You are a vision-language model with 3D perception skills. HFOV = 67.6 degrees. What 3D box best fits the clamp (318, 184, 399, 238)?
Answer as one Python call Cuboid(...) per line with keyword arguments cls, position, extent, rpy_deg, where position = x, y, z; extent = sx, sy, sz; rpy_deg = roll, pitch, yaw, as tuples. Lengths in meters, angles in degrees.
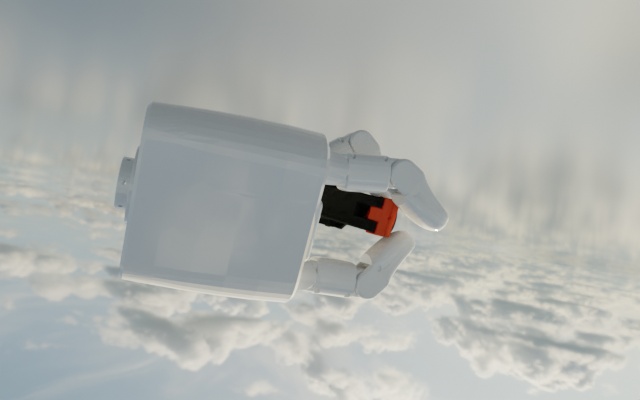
Cuboid(cls="clamp", position=(0.000, 0.002, 0.401), extent=(0.120, 0.039, 0.171), rpy_deg=(11, -3, -19))
